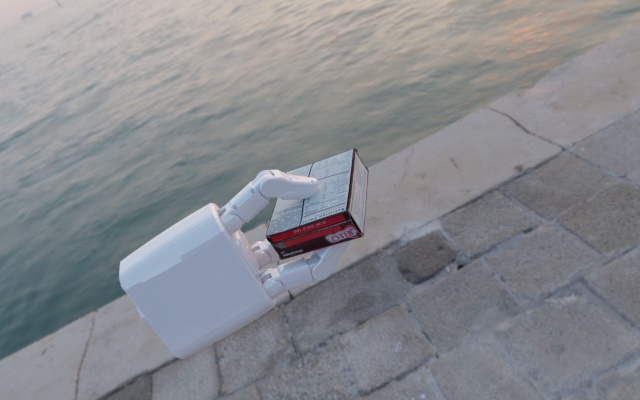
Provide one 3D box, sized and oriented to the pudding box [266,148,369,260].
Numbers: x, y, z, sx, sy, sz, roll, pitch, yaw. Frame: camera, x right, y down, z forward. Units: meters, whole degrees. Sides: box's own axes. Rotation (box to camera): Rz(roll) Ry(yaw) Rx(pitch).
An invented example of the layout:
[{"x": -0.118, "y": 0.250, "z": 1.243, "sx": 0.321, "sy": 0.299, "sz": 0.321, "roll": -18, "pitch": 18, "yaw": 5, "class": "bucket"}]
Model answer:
[{"x": 0.000, "y": 0.001, "z": 0.486, "sx": 0.090, "sy": 0.039, "sz": 0.113, "roll": -17, "pitch": 35, "yaw": 21, "class": "pudding box"}]
